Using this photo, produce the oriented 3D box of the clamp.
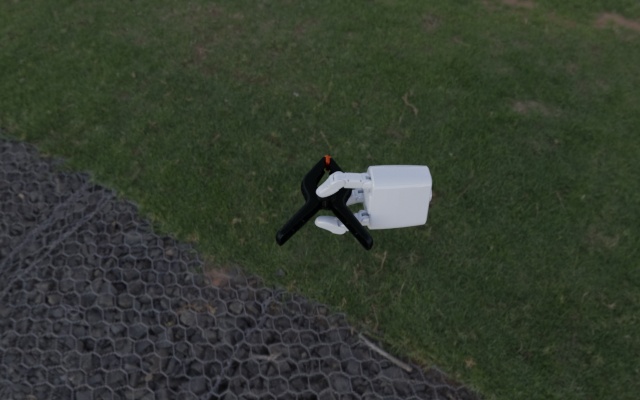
[{"bbox_3d":[0.000,0.002,0.861,0.164,0.209,0.036,-1,-39,-6],"label":"clamp"}]
